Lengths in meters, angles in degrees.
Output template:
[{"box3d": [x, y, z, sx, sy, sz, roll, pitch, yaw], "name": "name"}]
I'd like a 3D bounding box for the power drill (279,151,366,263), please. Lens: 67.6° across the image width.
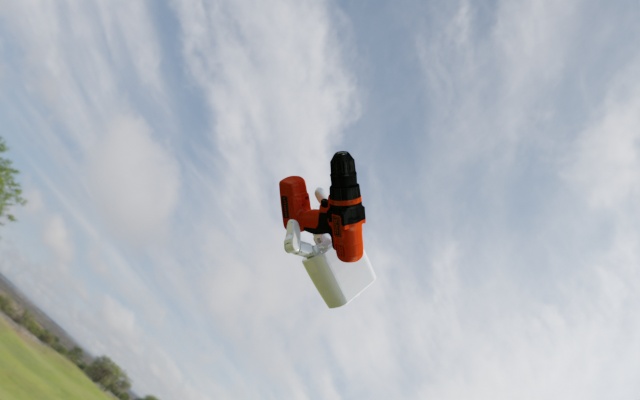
[{"box3d": [0.000, 0.003, 0.824, 0.057, 0.184, 0.187, -13, 16, -34], "name": "power drill"}]
